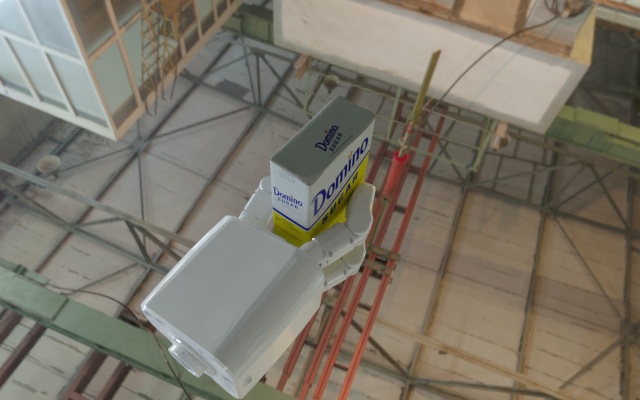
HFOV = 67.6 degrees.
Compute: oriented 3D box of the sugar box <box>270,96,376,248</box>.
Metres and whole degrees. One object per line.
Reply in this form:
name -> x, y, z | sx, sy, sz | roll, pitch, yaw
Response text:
sugar box -> 0.000, 0.002, 0.437 | 0.048, 0.093, 0.176 | 33, -31, 16
